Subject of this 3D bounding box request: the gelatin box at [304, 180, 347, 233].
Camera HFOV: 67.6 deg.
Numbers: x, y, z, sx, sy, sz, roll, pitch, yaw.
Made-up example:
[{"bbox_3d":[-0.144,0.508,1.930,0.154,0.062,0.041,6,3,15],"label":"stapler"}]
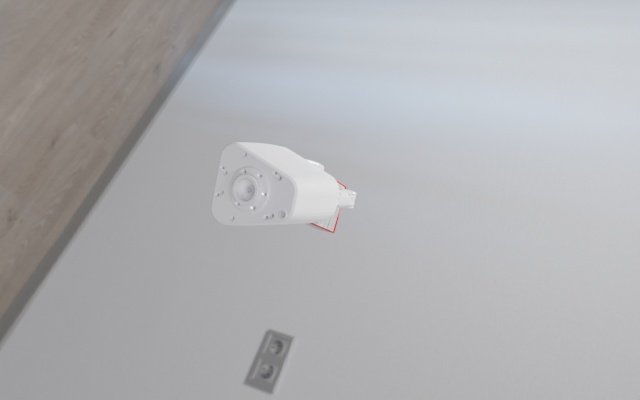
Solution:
[{"bbox_3d":[0.001,0.002,0.675,0.030,0.073,0.089,11,-7,27],"label":"gelatin box"}]
